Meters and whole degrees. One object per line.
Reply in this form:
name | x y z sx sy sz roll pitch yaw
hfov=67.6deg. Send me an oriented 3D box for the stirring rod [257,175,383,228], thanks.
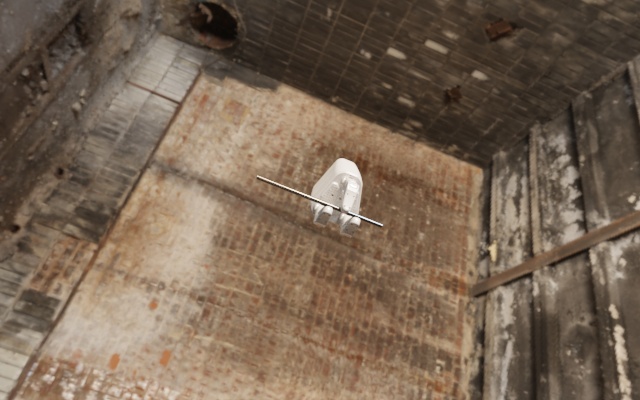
stirring rod | 0.000 0.003 0.850 0.239 0.011 0.011 21 -3 -8
